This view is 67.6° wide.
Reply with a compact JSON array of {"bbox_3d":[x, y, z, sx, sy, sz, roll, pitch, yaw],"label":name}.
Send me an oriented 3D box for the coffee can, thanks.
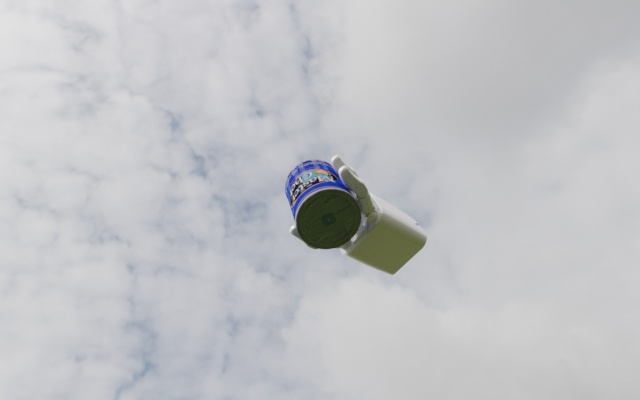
[{"bbox_3d":[0.000,0.003,0.788,0.103,0.103,0.140,0,23,-12],"label":"coffee can"}]
